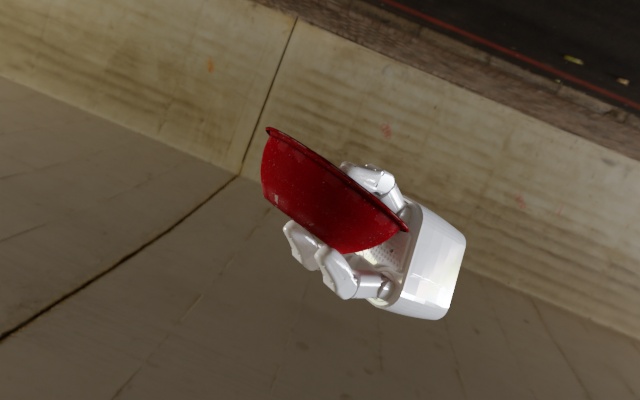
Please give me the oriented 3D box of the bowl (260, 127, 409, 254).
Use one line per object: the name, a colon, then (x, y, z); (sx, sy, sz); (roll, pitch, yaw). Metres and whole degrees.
bowl: (-0.001, 0.001, 0.442); (0.162, 0.055, 0.162); (36, -2, 2)
